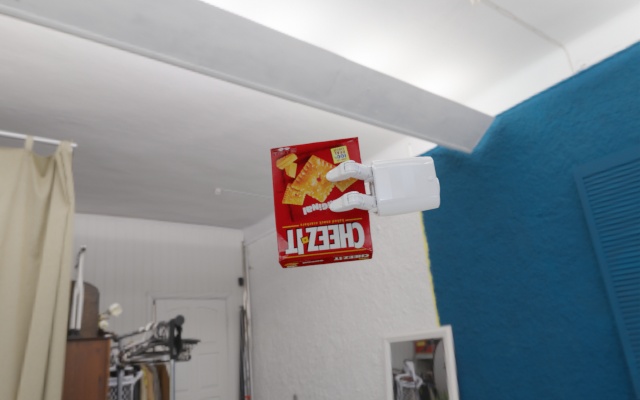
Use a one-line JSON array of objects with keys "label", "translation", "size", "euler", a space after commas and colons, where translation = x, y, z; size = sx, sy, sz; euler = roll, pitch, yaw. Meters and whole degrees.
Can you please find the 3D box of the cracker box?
[{"label": "cracker box", "translation": [0.000, 0.003, 0.852], "size": [0.164, 0.213, 0.072], "euler": [-7, -17, 2]}]
